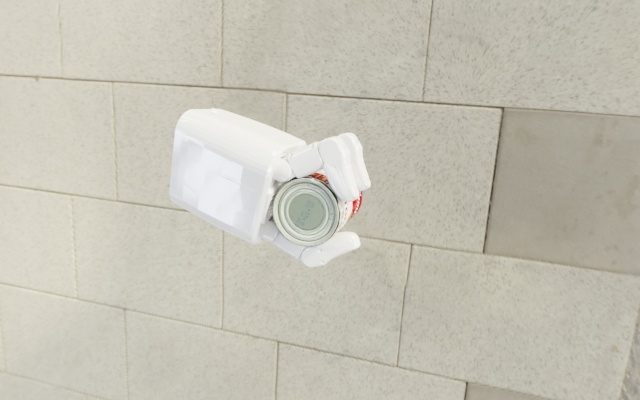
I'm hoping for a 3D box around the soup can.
[{"bbox_3d":[0.000,0.002,0.484,0.068,0.068,0.102,0,11,17],"label":"soup can"}]
